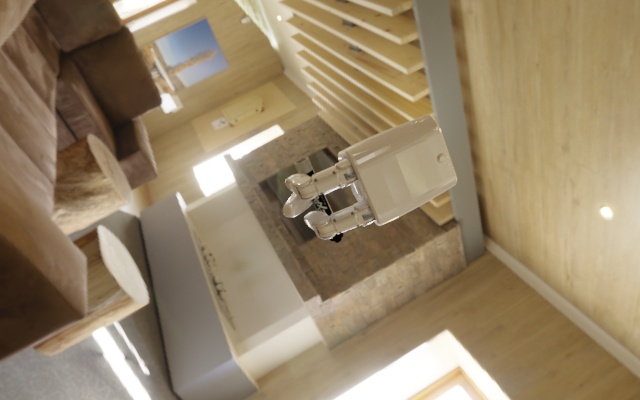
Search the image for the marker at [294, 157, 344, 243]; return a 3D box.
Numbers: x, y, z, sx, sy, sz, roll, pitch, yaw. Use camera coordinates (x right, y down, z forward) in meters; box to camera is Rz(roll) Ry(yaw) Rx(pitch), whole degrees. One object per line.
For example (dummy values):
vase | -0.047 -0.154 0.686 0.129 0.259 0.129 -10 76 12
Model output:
marker | 0.000 0.002 0.594 0.020 0.121 0.020 -21 23 9
